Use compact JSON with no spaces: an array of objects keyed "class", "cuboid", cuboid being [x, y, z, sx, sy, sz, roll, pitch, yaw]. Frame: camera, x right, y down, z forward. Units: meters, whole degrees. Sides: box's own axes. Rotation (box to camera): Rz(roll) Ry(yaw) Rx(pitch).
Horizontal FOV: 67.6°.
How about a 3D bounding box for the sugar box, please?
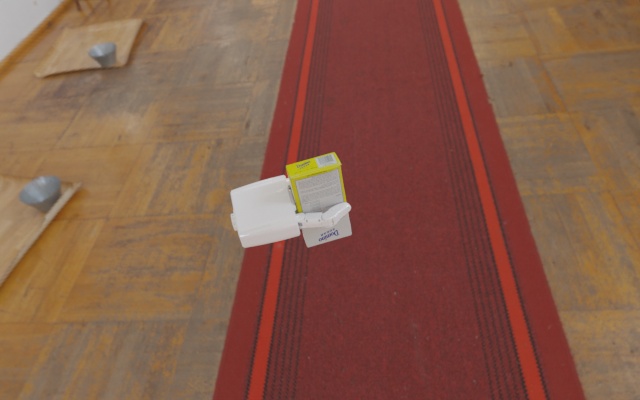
[{"class":"sugar box","cuboid":[0.000,0.002,0.878,0.093,0.176,0.048,-15,44,-5]}]
